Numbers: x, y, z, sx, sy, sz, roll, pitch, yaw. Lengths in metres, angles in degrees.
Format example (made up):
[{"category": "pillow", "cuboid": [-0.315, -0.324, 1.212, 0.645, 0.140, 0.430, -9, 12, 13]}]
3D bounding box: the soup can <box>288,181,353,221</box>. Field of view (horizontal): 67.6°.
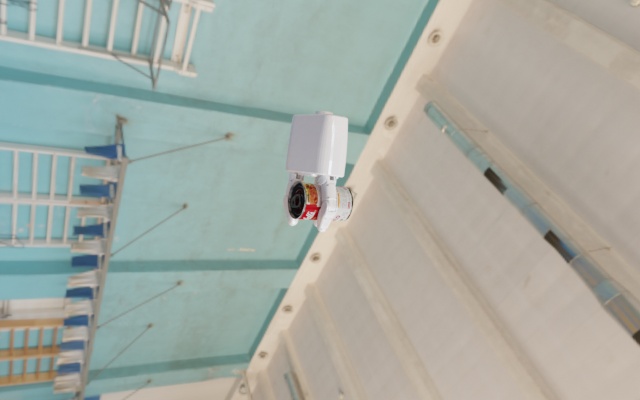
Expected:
[{"category": "soup can", "cuboid": [0.000, 0.003, 0.874, 0.102, 0.068, 0.068, 4, -2, -30]}]
